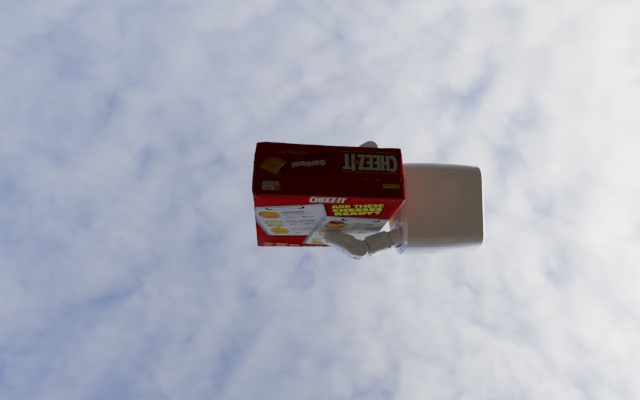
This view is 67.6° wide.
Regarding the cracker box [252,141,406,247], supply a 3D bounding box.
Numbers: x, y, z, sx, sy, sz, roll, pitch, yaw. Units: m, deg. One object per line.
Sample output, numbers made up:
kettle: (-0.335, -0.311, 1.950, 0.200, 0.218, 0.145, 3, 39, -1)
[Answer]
cracker box: (0.000, 0.002, 0.606, 0.164, 0.072, 0.214, 1, -20, -6)
